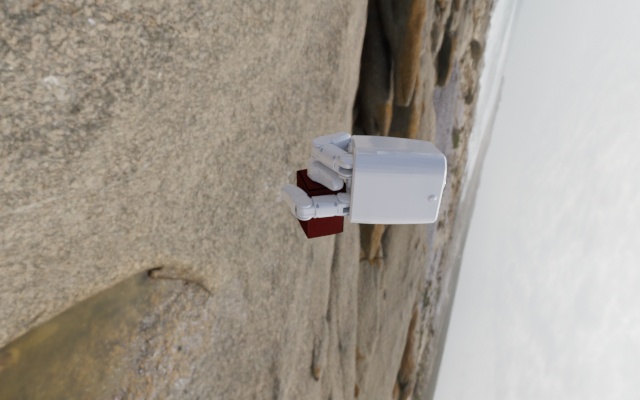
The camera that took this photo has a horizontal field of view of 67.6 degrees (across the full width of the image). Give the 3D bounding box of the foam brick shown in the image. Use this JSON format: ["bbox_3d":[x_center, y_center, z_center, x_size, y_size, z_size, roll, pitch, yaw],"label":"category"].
[{"bbox_3d":[0.000,0.002,0.623,0.051,0.078,0.053,-10,37,-16],"label":"foam brick"}]
